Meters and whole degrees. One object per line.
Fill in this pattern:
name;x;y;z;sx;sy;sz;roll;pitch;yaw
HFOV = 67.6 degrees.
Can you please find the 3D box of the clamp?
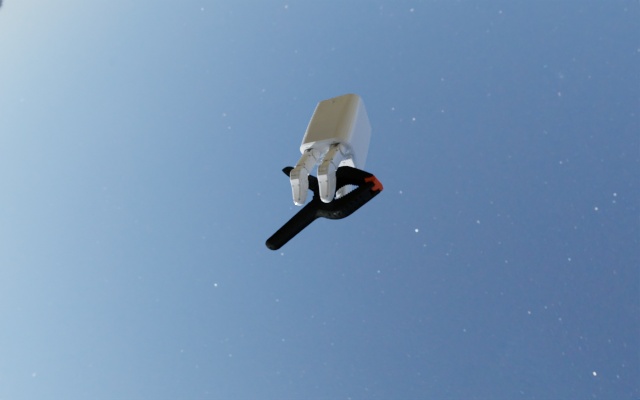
clamp;0.001;0.003;0.772;0.210;0.164;0.036;-7;-34;36
